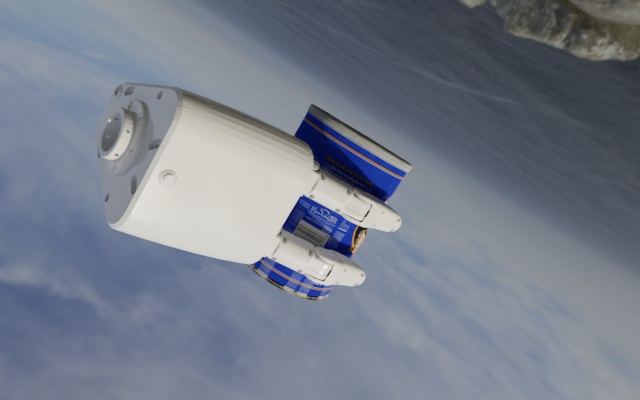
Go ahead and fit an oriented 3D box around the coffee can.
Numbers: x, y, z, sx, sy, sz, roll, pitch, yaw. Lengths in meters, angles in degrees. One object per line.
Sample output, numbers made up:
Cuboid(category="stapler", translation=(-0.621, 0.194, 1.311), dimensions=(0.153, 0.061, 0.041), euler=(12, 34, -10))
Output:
Cuboid(category="coffee can", translation=(0.000, 0.001, 0.425), dimensions=(0.103, 0.140, 0.102), euler=(30, 11, -6))
